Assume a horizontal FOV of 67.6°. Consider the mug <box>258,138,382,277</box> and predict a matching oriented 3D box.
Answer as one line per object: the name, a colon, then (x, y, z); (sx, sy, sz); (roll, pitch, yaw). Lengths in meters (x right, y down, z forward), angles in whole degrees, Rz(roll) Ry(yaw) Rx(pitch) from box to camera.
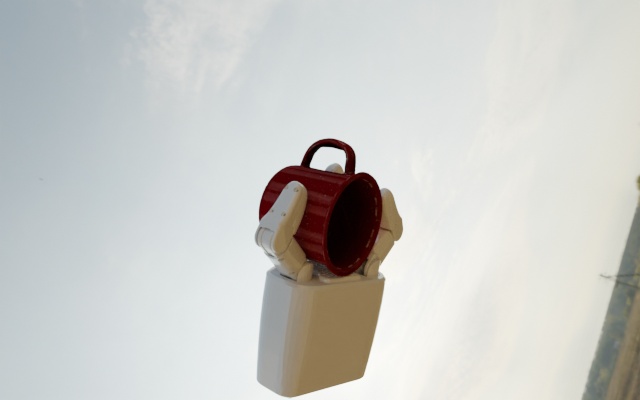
mug: (0.000, 0.000, 0.434); (0.081, 0.117, 0.093); (15, 11, 35)
